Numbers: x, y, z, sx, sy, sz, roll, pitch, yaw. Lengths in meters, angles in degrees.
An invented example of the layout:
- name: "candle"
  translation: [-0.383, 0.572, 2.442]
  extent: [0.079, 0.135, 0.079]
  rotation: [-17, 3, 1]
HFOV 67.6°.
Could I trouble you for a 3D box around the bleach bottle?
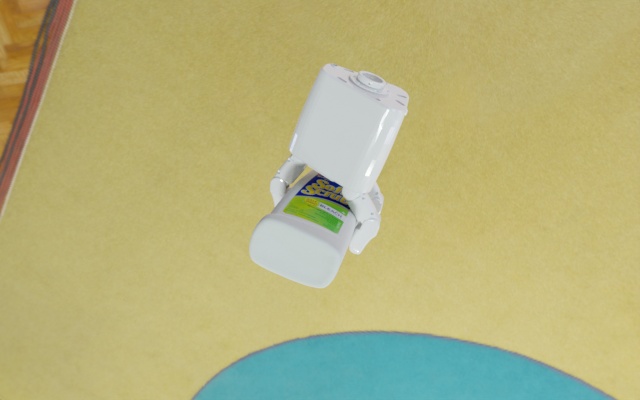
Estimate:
- name: "bleach bottle"
  translation: [0.000, 0.002, 0.606]
  extent: [0.102, 0.068, 0.250]
  rotation: [24, 30, 1]
